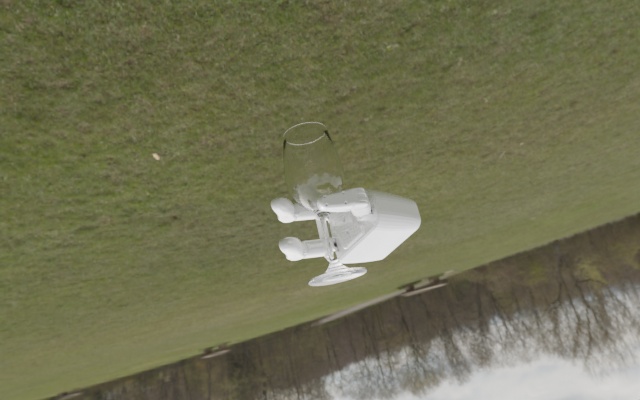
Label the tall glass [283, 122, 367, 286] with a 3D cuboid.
[{"bbox_3d":[0.000,0.003,0.611,0.079,0.201,0.079,-12,-19,-4],"label":"tall glass"}]
